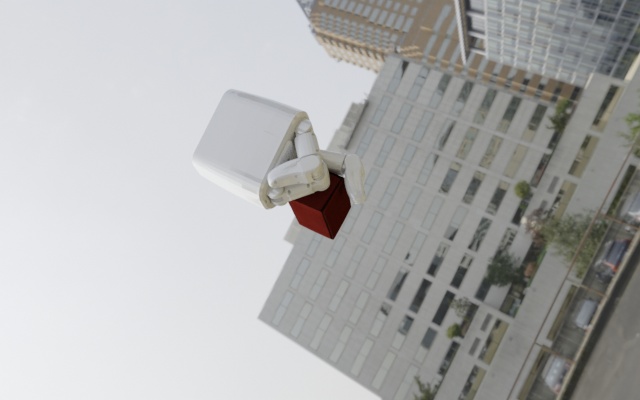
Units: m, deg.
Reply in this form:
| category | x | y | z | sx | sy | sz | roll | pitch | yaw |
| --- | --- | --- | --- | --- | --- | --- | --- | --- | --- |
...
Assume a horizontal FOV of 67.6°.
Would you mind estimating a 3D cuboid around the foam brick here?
| category | x | y | z | sx | sy | sz | roll | pitch | yaw |
| --- | --- | --- | --- | --- | --- | --- | --- | --- | --- |
| foam brick | 0.000 | 0.002 | 0.581 | 0.051 | 0.053 | 0.078 | 22 | -23 | 22 |
